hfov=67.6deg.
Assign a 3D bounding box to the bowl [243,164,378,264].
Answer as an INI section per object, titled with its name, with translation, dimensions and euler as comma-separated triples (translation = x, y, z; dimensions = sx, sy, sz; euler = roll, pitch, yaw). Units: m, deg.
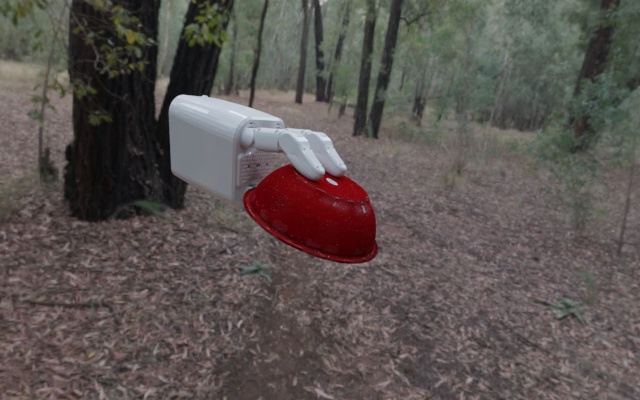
[bowl]
translation = 0.001, 0.002, 0.524
dimensions = 0.162, 0.055, 0.162
euler = 22, 19, -8
